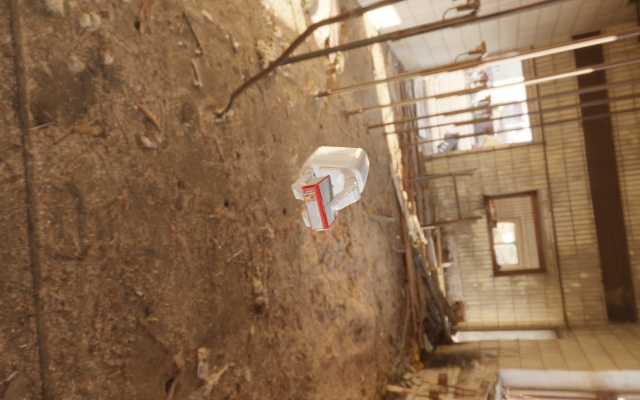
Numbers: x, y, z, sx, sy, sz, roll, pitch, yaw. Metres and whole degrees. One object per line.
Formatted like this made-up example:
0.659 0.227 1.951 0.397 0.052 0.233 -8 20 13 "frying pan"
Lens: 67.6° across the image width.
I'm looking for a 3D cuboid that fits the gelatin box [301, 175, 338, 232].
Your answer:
0.000 0.003 0.772 0.030 0.073 0.089 -10 10 15 "gelatin box"
